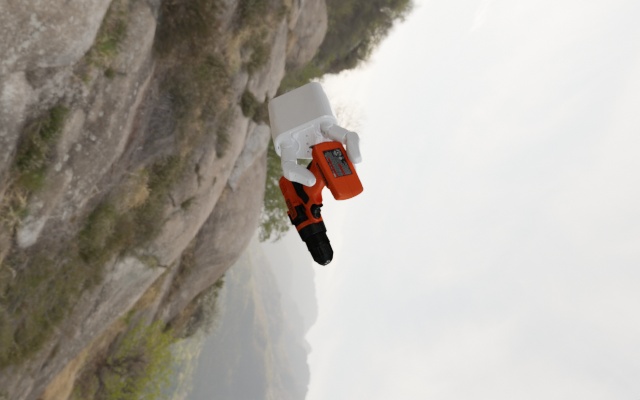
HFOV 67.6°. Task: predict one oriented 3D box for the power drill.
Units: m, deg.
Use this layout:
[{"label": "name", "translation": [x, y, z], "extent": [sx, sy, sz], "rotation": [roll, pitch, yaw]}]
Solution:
[{"label": "power drill", "translation": [0.000, 0.002, 0.809], "extent": [0.057, 0.184, 0.188], "rotation": [-16, -19, -32]}]
